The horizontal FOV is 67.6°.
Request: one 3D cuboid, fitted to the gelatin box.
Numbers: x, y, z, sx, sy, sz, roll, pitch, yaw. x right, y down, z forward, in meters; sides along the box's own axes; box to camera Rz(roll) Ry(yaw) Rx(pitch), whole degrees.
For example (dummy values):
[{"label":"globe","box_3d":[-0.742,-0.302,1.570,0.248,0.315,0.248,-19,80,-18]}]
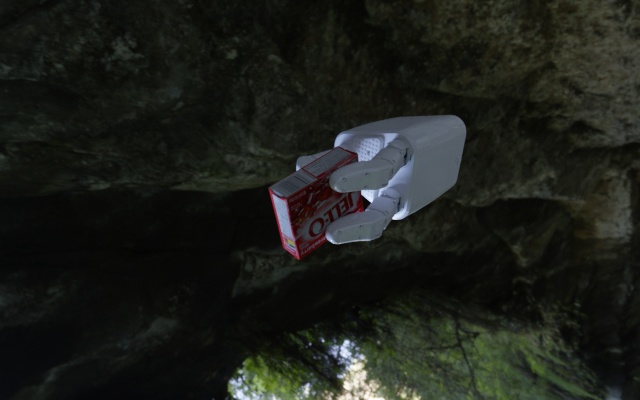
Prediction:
[{"label":"gelatin box","box_3d":[0.000,0.001,0.448,0.089,0.073,0.030,-33,43,-28]}]
